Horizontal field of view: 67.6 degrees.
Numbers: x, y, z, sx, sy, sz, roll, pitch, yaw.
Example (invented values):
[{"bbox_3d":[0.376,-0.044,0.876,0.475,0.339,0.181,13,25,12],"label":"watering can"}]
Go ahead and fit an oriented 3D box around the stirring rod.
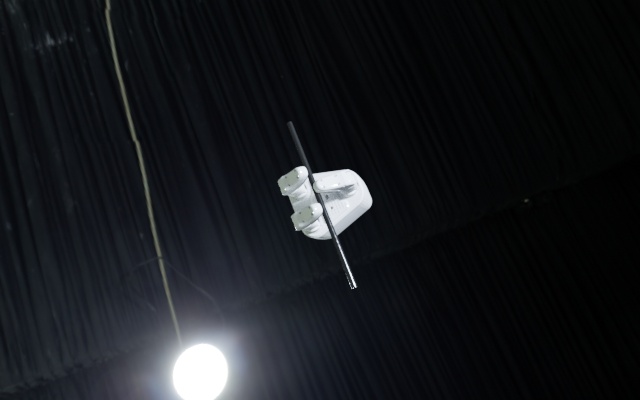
[{"bbox_3d":[0.000,0.002,0.634,0.011,0.239,0.011,-21,-12,-5],"label":"stirring rod"}]
